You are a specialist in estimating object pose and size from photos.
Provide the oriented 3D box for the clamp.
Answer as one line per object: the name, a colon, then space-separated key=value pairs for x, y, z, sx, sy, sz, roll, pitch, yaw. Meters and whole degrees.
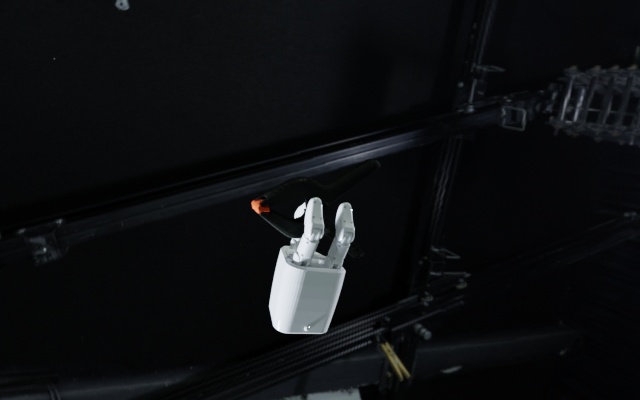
clamp: x=-0.001 y=0.002 z=0.731 sx=0.210 sy=0.164 sz=0.036 roll=10 pitch=9 yaw=-31
